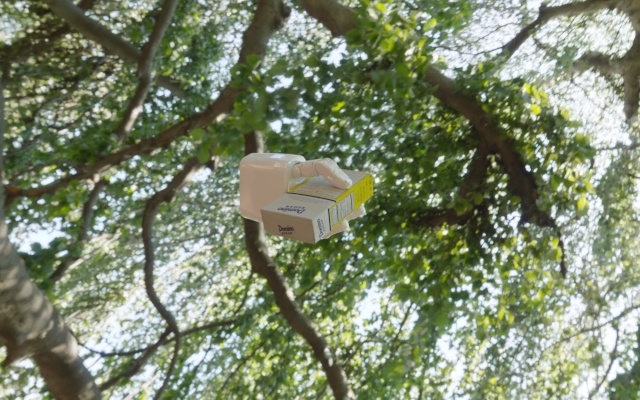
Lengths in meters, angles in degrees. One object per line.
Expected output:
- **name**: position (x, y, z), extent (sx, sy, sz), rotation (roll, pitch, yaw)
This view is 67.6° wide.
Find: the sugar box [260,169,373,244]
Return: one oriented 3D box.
- **sugar box**: position (0.000, 0.003, 0.730), extent (0.093, 0.048, 0.176), rotation (10, 32, 33)
